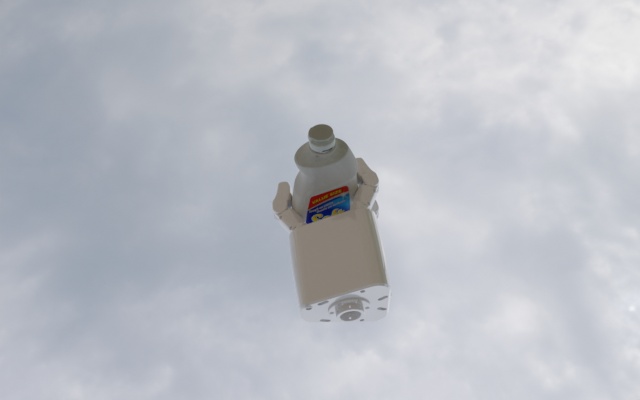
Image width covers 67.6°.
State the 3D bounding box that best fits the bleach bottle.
[{"bbox_3d":[0.000,0.002,0.640,0.102,0.068,0.251,-7,-39,-1],"label":"bleach bottle"}]
